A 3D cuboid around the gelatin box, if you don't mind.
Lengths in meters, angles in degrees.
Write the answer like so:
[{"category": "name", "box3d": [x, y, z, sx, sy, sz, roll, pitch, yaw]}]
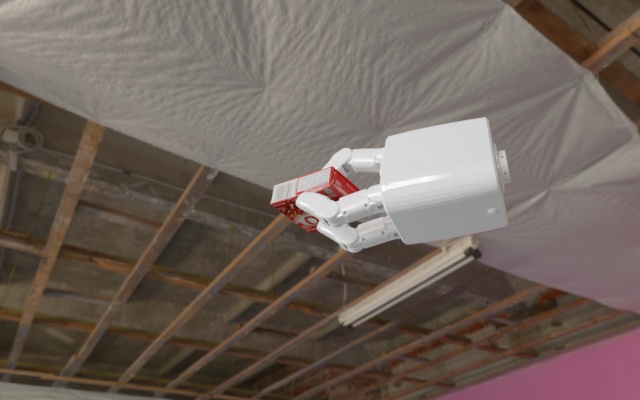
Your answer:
[{"category": "gelatin box", "box3d": [0.000, 0.001, 0.544, 0.089, 0.030, 0.073, -16, -39, 35]}]
